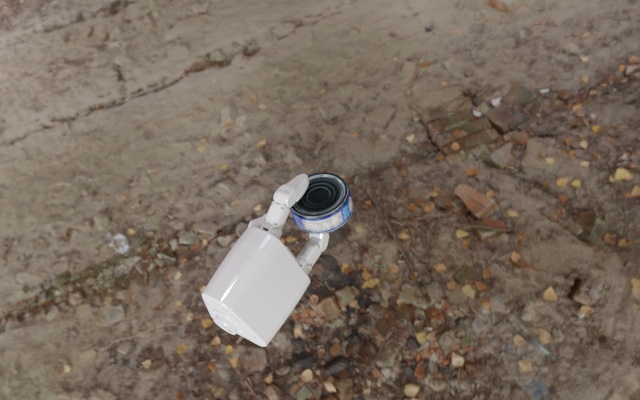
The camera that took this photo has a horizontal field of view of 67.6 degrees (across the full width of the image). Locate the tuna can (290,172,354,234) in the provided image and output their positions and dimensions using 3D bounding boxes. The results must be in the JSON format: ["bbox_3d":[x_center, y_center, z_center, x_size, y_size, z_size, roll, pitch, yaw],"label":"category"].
[{"bbox_3d":[0.000,0.002,0.644,0.086,0.086,0.034,0,-42,17],"label":"tuna can"}]
